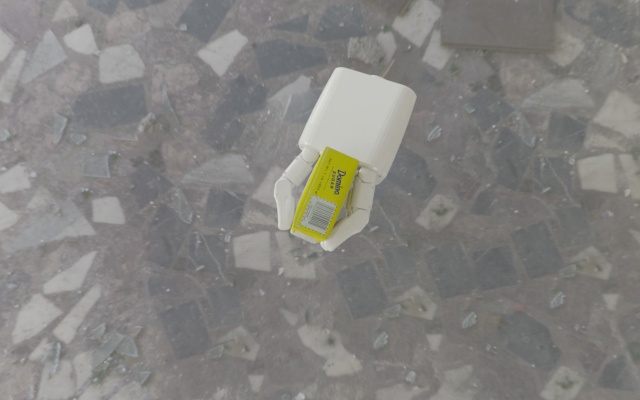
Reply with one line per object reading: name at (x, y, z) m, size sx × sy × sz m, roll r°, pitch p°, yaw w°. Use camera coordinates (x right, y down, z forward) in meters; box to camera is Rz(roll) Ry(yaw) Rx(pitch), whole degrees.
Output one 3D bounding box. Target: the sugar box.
sugar box at (0.001, 0.002, 0.576) m, size 0.048 × 0.093 × 0.176 m, roll 23°, pitch -7°, yaw 1°
